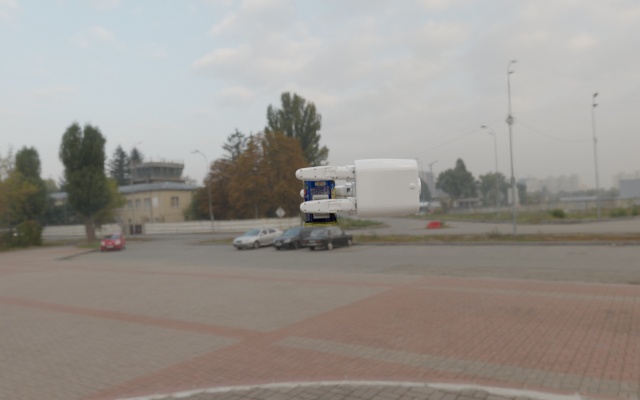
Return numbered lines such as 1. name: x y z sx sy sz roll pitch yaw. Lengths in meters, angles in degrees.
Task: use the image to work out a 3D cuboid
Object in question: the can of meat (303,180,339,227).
1. can of meat: 0.000 0.002 0.844 0.057 0.084 0.102 -2 -1 5
